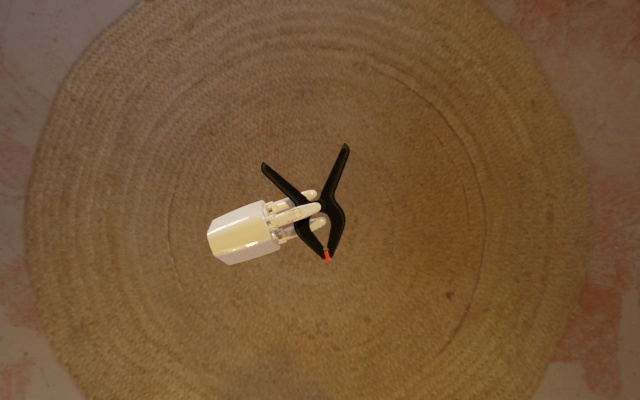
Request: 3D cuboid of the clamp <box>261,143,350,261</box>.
[{"bbox_3d":[0.000,0.003,0.868,0.164,0.210,0.036,-20,-2,2],"label":"clamp"}]
